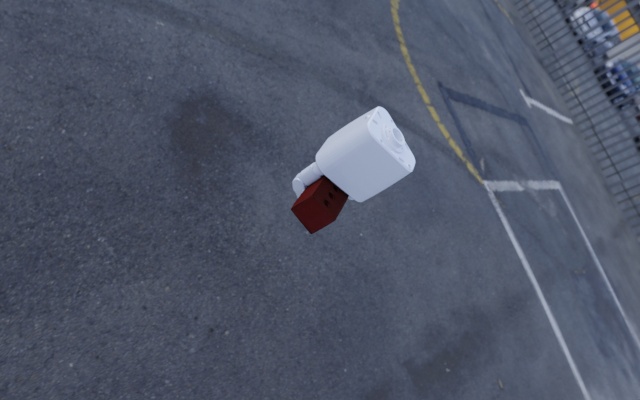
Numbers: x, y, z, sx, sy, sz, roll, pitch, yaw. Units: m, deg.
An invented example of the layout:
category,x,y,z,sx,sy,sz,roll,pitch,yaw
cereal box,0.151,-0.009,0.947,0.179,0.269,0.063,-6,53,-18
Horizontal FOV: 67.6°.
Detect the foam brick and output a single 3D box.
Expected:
category,x,y,z,sx,sy,sz,roll,pitch,yaw
foam brick,0.000,0.003,0.736,0.051,0.053,0.078,-31,17,35
